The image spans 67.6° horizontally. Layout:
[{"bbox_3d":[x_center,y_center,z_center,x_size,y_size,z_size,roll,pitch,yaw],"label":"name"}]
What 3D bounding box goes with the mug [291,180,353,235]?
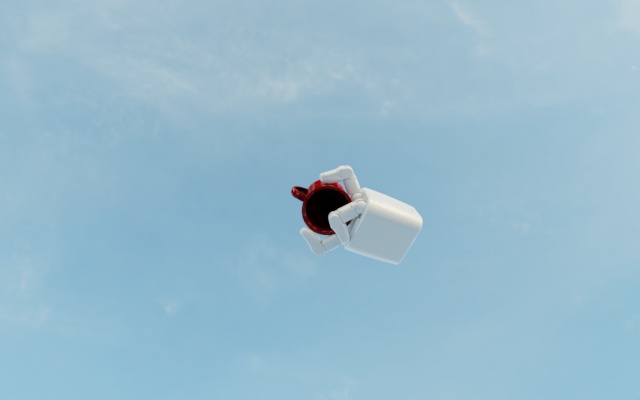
[{"bbox_3d":[-0.001,0.002,0.880,0.117,0.093,0.081,21,14,-8],"label":"mug"}]
